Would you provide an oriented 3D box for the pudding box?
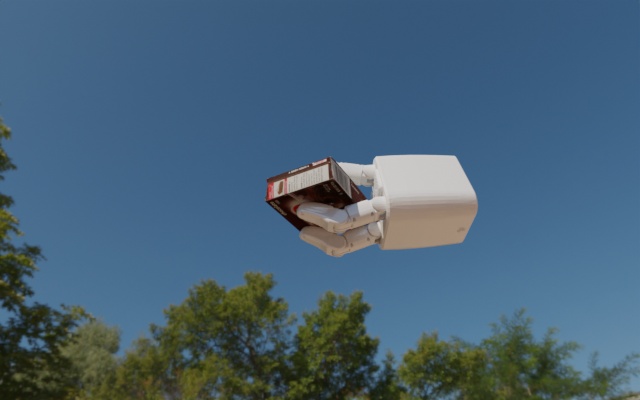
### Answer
[{"bbox_3d":[0.000,0.002,0.582,0.090,0.039,0.113,-18,-39,21],"label":"pudding box"}]
